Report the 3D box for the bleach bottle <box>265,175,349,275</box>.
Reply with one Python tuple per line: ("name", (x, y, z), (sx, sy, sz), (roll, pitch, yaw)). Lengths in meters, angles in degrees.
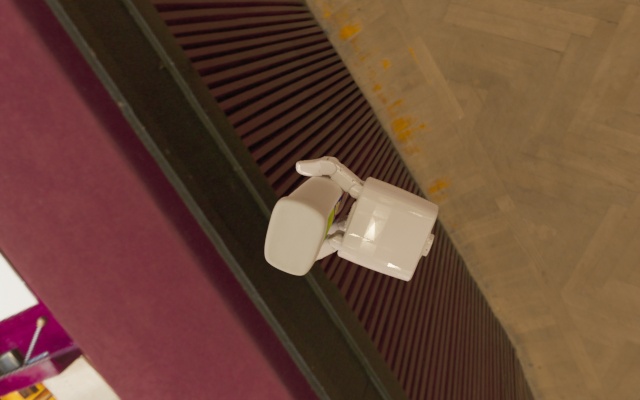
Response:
("bleach bottle", (0.000, 0.002, 0.677), (0.068, 0.103, 0.250), (22, 26, 8))
